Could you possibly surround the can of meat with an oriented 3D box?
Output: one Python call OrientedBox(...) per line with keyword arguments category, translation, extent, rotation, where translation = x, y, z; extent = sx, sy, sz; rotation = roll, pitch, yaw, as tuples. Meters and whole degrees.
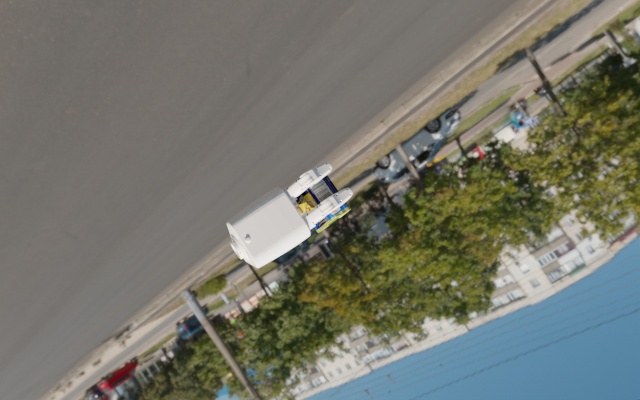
OrientedBox(category="can of meat", translation=(0.000, 0.003, 0.844), extent=(0.057, 0.084, 0.102), rotation=(-33, -5, -21))
